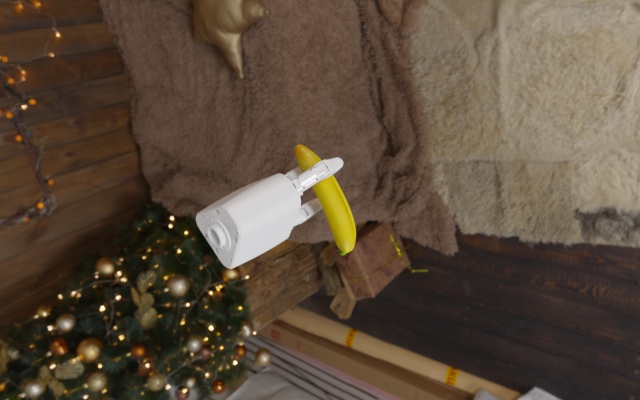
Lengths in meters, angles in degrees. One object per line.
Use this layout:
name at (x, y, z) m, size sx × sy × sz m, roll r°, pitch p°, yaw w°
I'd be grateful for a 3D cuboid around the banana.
banana at (0.013, 0.005, 0.733) m, size 0.037 × 0.198 × 0.069 m, roll -32°, pitch 18°, yaw -33°
